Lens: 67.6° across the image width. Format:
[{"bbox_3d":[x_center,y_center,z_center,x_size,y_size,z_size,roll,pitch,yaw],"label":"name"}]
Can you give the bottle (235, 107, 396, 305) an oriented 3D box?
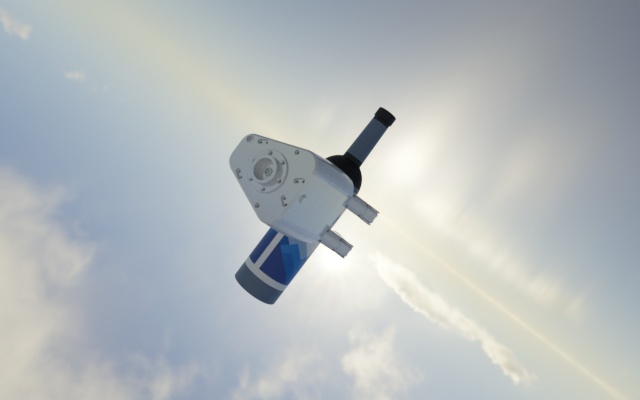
[{"bbox_3d":[0.000,0.002,0.635,0.069,0.296,0.069,37,3,-2],"label":"bottle"}]
